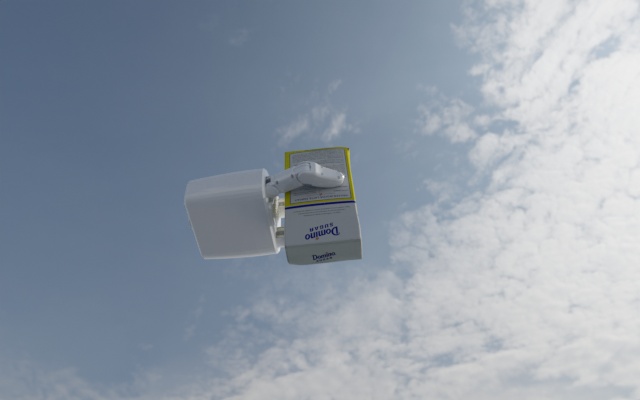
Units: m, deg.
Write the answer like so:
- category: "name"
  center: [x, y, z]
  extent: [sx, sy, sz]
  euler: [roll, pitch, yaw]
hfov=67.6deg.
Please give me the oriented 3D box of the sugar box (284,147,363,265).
- category: "sugar box"
  center: [0.000, 0.002, 0.628]
  extent: [0.093, 0.176, 0.048]
  euler: [-5, -43, 2]
